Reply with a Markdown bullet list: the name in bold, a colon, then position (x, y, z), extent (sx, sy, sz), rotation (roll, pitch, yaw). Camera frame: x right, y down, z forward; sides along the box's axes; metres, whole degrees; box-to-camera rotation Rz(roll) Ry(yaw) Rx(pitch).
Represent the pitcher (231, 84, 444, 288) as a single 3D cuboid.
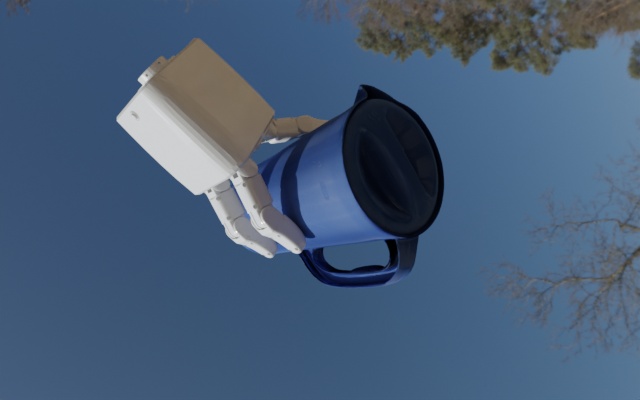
- **pitcher**: position (0.000, 0.002, 0.512), extent (0.145, 0.149, 0.243), rotation (43, -35, -22)
